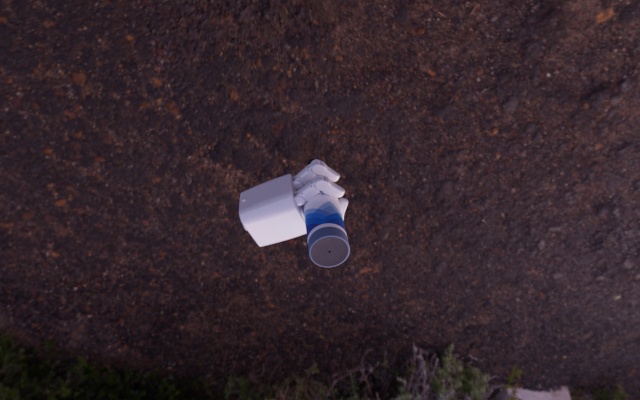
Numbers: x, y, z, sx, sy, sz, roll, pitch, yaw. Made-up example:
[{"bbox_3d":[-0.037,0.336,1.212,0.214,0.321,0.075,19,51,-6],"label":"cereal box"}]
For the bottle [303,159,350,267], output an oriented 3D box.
[{"bbox_3d":[0.000,0.003,0.891,0.069,0.069,0.295,0,33,-7],"label":"bottle"}]
